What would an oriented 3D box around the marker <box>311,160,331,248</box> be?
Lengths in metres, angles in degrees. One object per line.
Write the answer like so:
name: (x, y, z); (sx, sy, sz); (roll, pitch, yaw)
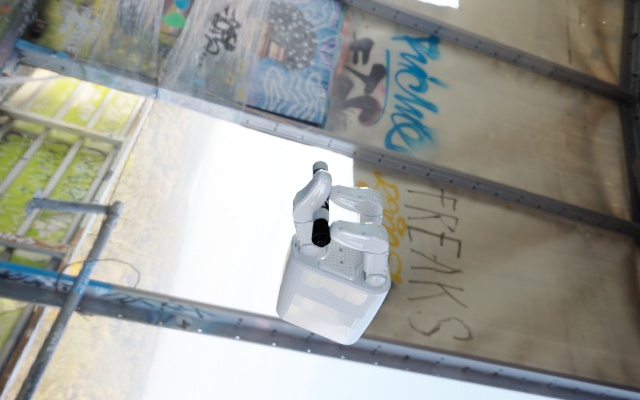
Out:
marker: (0.000, 0.002, 0.485); (0.020, 0.020, 0.121); (0, 41, -1)
